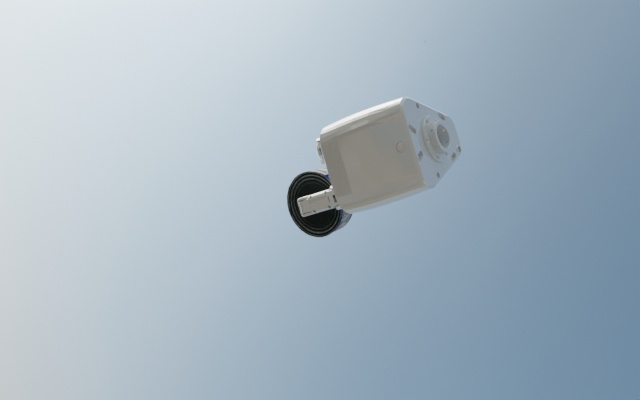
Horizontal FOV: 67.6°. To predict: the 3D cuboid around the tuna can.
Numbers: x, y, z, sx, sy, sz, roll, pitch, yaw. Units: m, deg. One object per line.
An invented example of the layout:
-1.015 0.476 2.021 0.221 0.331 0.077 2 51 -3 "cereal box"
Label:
0.000 0.002 0.616 0.086 0.086 0.033 0 13 37 "tuna can"
